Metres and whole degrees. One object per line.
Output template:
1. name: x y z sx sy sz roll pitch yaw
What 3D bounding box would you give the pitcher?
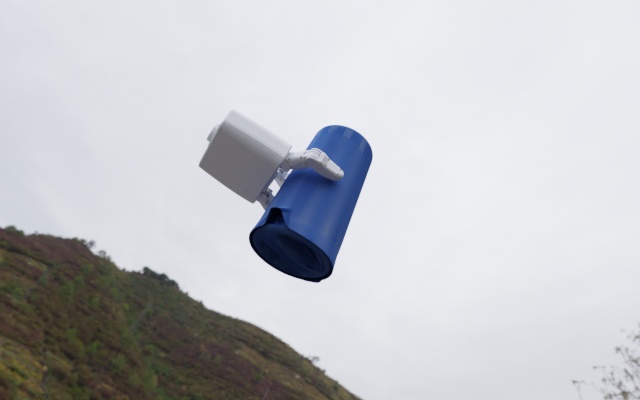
1. pitcher: 0.000 0.002 0.762 0.145 0.242 0.149 33 -35 -8
